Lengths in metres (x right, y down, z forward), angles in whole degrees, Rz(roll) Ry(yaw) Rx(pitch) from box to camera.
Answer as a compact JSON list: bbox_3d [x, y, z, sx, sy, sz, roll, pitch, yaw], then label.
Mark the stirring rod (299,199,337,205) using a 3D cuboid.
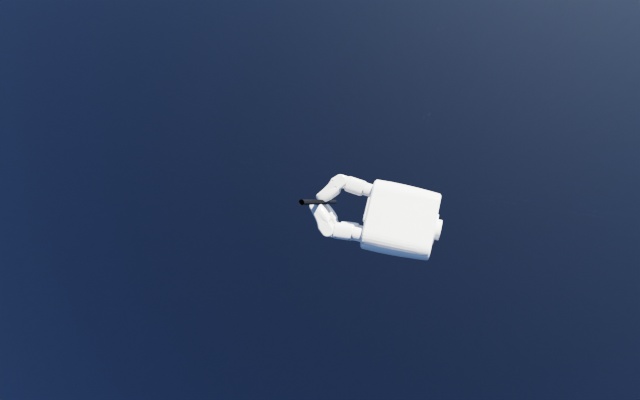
[{"bbox_3d":[0.000,0.003,0.765,0.011,0.011,0.239,0,0,12],"label":"stirring rod"}]
